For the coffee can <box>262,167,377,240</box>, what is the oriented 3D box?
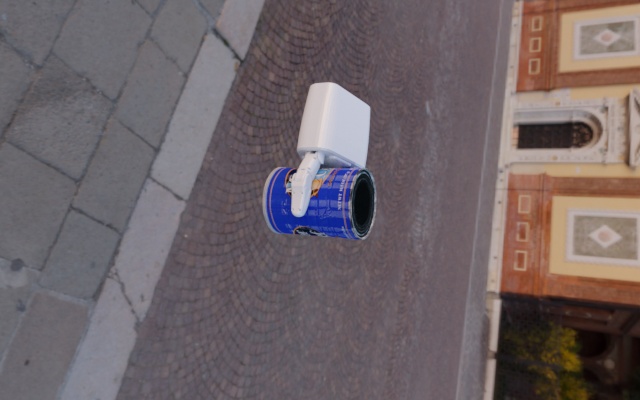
[{"bbox_3d":[0.000,0.002,0.706,0.140,0.103,0.103,2,1,26],"label":"coffee can"}]
